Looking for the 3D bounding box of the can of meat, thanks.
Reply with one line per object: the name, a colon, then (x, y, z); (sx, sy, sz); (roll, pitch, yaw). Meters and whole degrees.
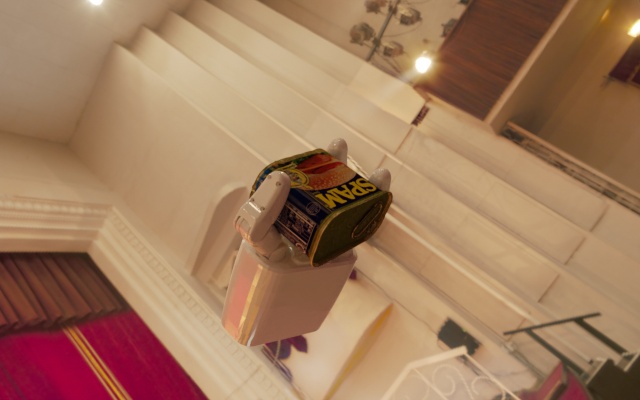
can of meat: (0.000, 0.001, 0.426); (0.084, 0.057, 0.102); (37, 36, 26)
